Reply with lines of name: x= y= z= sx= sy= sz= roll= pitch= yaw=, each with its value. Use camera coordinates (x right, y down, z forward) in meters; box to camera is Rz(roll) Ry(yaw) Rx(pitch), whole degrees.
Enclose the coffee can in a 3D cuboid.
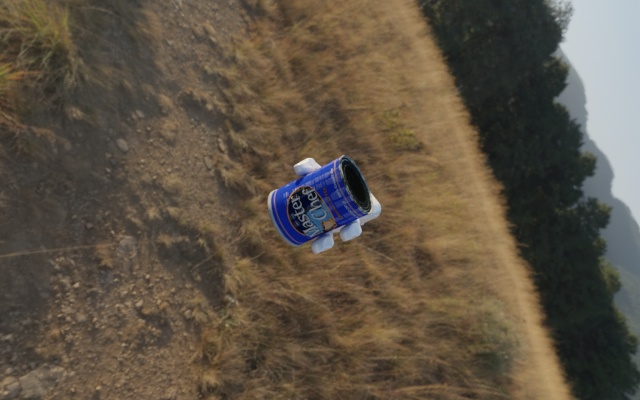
coffee can: x=0.000 y=0.003 z=0.777 sx=0.140 sy=0.103 sz=0.103 roll=-26 pitch=-10 yaw=22
